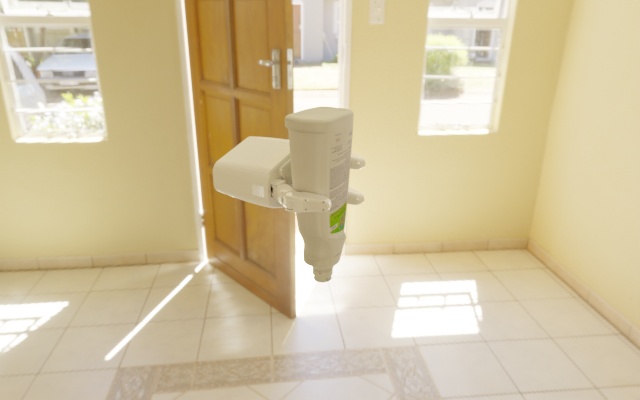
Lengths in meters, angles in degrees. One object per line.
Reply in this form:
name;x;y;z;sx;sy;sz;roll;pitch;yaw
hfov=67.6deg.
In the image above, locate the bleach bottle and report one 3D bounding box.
bleach bottle;0.000;0.002;0.665;0.068;0.251;0.102;13;24;28
